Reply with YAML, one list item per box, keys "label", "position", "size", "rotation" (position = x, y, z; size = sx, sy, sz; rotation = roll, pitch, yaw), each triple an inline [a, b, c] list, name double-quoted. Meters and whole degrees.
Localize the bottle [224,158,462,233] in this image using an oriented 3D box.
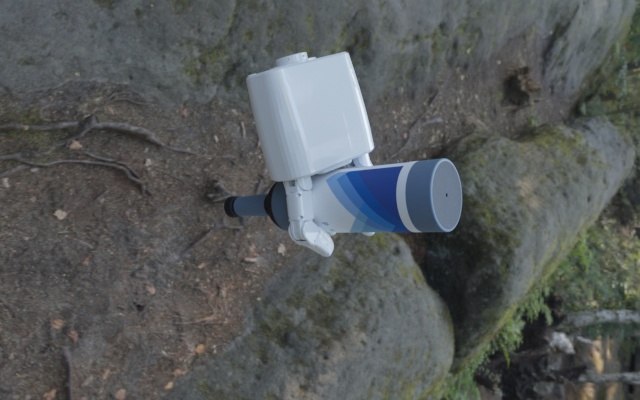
- label: "bottle"
  position: [0.000, 0.002, 0.521]
  size: [0.296, 0.069, 0.069]
  rotation: [-3, -2, 39]
